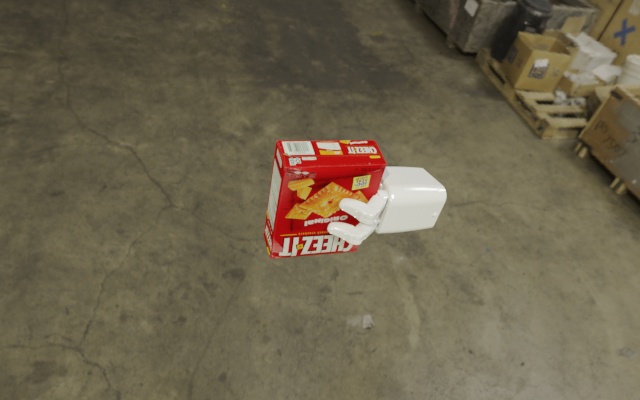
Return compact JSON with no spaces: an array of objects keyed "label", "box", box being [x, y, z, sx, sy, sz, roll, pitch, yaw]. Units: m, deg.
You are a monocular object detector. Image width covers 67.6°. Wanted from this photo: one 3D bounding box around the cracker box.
[{"label":"cracker box","box":[0.000,0.002,0.792,0.164,0.214,0.072,-2,45,-17]}]
